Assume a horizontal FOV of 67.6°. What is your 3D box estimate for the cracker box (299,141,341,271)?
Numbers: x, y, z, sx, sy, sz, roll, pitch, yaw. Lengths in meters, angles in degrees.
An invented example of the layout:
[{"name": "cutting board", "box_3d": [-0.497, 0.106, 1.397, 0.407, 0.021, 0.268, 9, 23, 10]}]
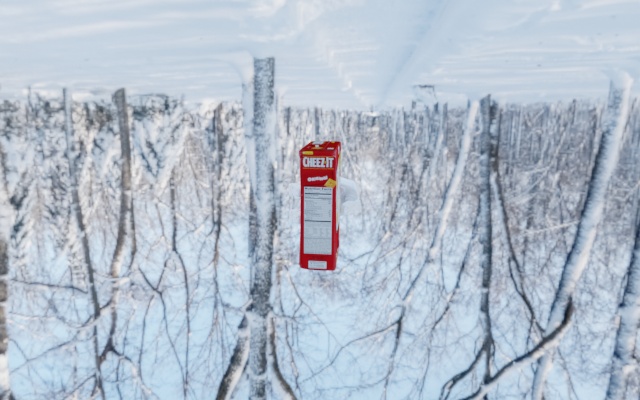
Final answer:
[{"name": "cracker box", "box_3d": [0.000, 0.003, 0.887, 0.072, 0.214, 0.164, 1, 12, 4]}]
